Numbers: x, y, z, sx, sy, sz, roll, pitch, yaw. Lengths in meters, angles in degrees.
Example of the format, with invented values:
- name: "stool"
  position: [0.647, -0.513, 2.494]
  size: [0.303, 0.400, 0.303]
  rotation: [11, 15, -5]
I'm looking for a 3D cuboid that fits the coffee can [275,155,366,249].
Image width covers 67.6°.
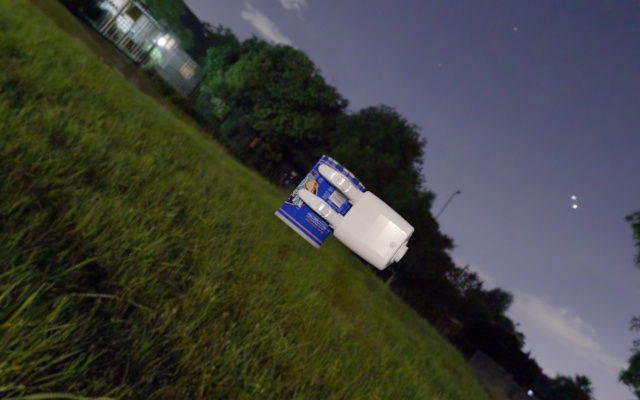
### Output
- name: "coffee can"
  position: [0.000, 0.003, 0.873]
  size: [0.103, 0.140, 0.103]
  rotation: [39, -4, 3]
